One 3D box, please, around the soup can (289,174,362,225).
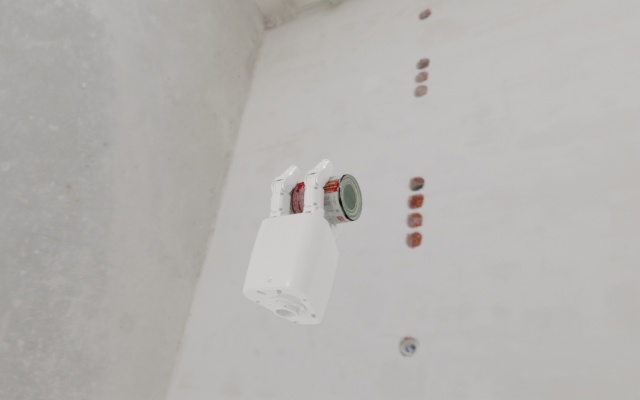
[{"bbox_3d":[0.001,0.002,0.682,0.102,0.068,0.068,-9,-5,30],"label":"soup can"}]
